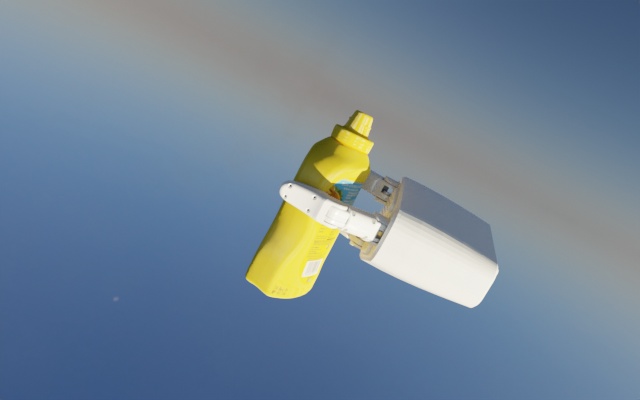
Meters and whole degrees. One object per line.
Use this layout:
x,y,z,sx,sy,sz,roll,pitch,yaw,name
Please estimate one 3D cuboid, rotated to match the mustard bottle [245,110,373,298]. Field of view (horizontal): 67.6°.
0.000,0.002,0.471,0.058,0.192,0.096,33,13,25,mustard bottle
